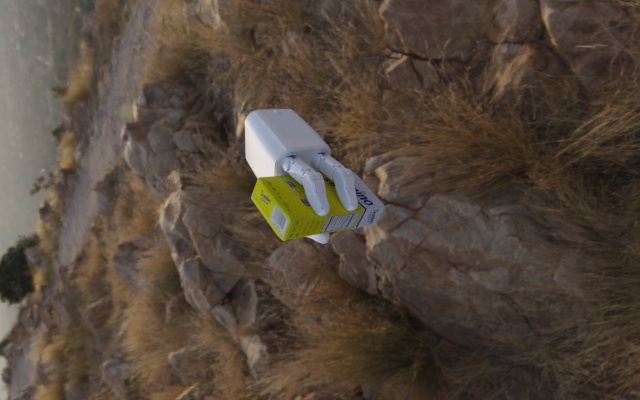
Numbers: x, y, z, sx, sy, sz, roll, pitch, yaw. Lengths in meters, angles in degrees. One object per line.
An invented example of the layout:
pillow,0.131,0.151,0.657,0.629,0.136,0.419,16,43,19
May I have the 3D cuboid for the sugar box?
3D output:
sugar box,0.000,0.002,0.690,0.176,0.048,0.093,-10,47,-38
